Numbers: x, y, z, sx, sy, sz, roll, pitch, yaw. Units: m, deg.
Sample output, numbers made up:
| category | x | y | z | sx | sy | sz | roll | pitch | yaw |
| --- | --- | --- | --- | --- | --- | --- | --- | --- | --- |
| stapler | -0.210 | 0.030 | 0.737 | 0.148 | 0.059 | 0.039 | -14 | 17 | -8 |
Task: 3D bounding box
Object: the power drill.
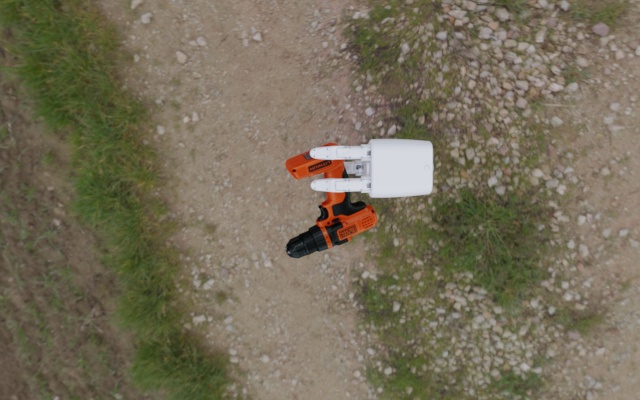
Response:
| category | x | y | z | sx | sy | sz | roll | pitch | yaw |
| --- | --- | --- | --- | --- | --- | --- | --- | --- | --- |
| power drill | 0.000 | 0.002 | 0.871 | 0.184 | 0.188 | 0.057 | -24 | 28 | -9 |
